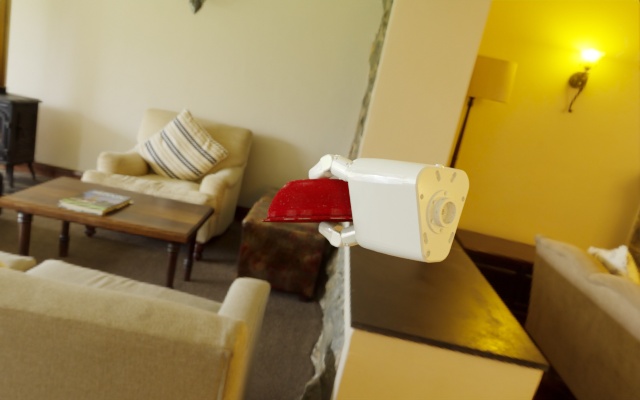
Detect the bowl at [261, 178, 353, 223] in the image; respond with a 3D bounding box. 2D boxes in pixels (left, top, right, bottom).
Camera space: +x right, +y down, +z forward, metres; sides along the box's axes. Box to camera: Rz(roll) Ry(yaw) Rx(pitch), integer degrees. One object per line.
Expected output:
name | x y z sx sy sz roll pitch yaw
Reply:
bowl | -0.001 0.002 0.657 0.162 0.055 0.162 -1 -4 0
